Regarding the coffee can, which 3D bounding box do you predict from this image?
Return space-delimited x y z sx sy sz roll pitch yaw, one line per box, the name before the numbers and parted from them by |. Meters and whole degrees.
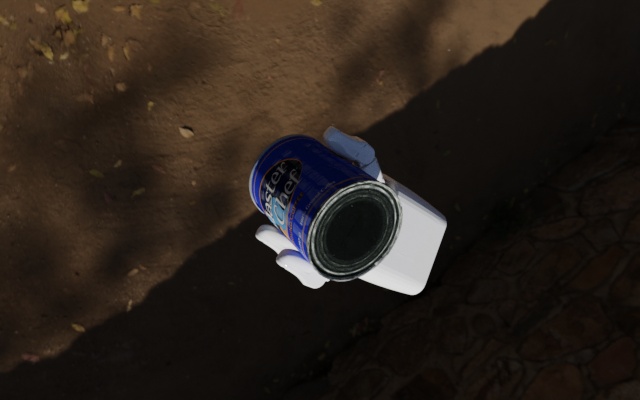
coffee can | 0.000 0.001 0.486 0.103 0.103 0.140 0 24 -31
